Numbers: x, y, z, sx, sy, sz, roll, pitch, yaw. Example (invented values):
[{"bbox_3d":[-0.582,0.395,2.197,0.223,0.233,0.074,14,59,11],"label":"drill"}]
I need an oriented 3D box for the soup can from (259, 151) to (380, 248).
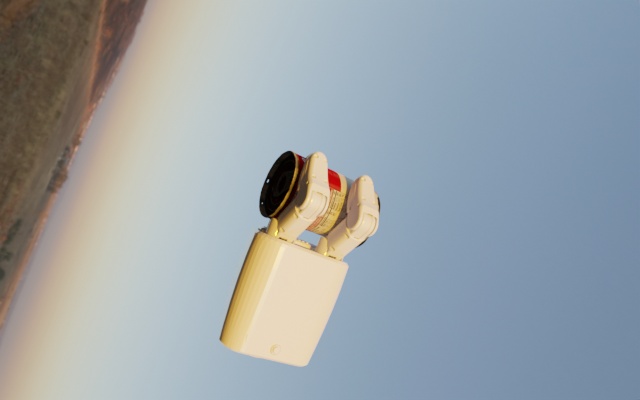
[{"bbox_3d":[0.000,0.001,0.474,0.102,0.068,0.068,23,-11,-27],"label":"soup can"}]
